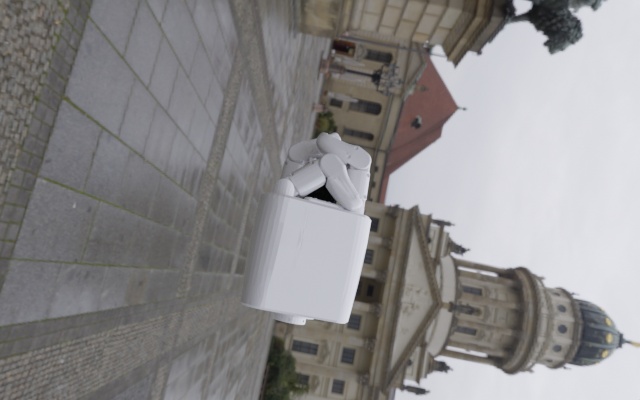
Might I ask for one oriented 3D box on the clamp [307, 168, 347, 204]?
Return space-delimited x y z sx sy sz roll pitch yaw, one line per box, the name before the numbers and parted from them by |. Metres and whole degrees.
clamp | 0.001 0.002 0.567 0.039 0.120 0.171 12 -9 0
